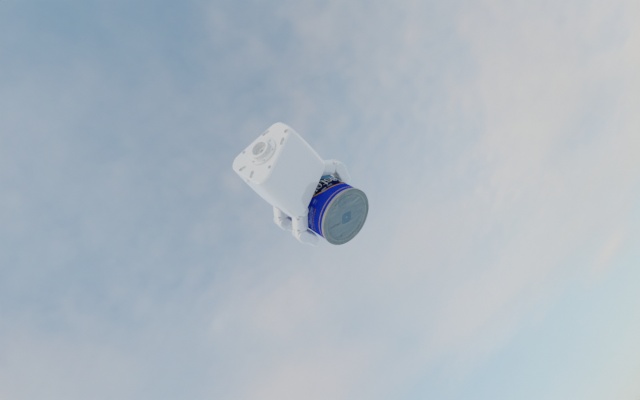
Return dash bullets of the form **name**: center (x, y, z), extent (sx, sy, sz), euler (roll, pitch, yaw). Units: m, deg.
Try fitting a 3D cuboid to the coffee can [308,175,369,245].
- **coffee can**: center (0.000, 0.003, 0.843), extent (0.103, 0.103, 0.140), euler (0, 22, -44)
